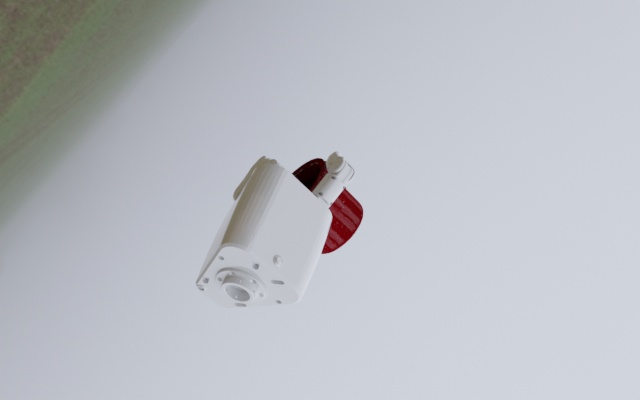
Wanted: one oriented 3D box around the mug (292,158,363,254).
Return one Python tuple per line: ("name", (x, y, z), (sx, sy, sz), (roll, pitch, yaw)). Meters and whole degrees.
("mug", (0.001, 0.001, 0.580), (0.093, 0.117, 0.081), (-27, -60, 40))
